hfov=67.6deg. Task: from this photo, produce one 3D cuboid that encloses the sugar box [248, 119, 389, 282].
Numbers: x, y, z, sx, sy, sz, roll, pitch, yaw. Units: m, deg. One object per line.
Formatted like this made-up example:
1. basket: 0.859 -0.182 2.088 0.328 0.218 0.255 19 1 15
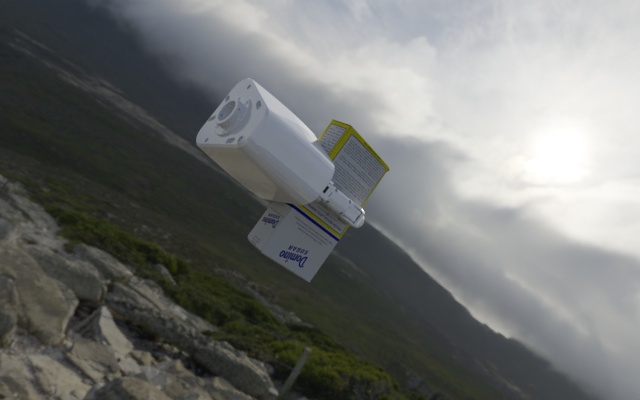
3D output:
1. sugar box: 0.000 0.002 0.574 0.093 0.176 0.048 40 -4 -39
